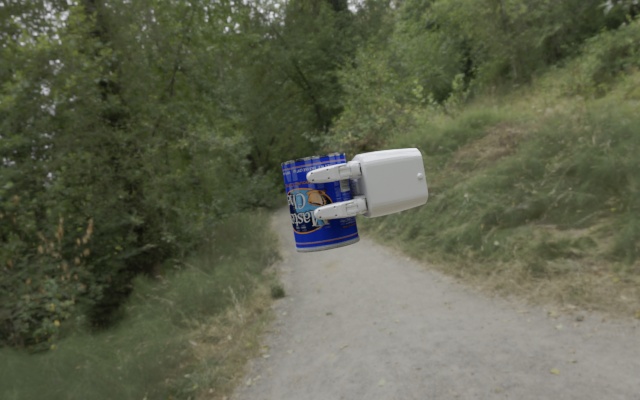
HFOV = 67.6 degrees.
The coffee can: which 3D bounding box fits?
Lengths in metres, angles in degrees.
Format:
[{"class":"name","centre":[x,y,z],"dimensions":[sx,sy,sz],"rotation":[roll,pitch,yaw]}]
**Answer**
[{"class":"coffee can","centre":[0.000,0.003,0.753],"dimensions":[0.103,0.140,0.103],"rotation":[-10,2,0]}]
